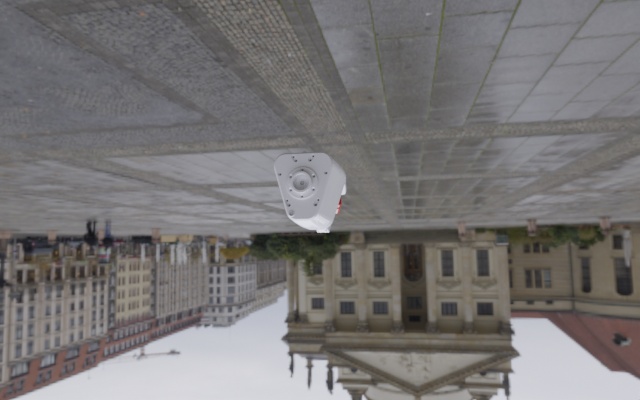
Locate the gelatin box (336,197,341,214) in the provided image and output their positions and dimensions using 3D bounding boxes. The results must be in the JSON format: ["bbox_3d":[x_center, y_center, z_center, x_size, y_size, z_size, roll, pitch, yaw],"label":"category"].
[{"bbox_3d":[0.000,0.003,0.894,0.073,0.030,0.089,1,-13,-1],"label":"gelatin box"}]
